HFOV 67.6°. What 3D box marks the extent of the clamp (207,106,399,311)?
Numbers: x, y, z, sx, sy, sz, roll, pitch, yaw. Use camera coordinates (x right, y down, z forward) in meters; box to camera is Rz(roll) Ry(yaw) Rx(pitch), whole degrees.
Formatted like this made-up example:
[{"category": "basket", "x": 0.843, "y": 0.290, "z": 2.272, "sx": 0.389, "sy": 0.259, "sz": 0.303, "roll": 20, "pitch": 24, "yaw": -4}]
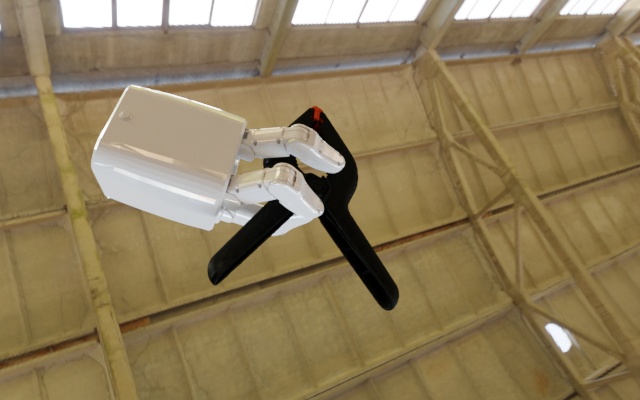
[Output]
[{"category": "clamp", "x": 0.000, "y": 0.001, "z": 0.446, "sx": 0.164, "sy": 0.209, "sz": 0.036, "roll": 18, "pitch": -36, "yaw": -13}]
